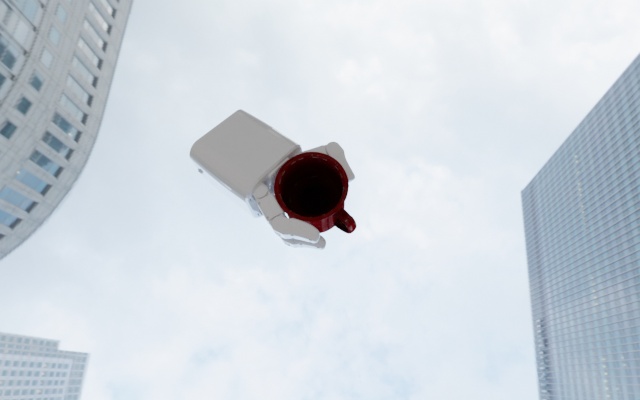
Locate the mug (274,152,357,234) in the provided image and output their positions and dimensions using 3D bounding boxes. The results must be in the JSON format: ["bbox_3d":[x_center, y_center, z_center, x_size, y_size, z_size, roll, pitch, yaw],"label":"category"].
[{"bbox_3d":[0.001,0.003,0.624,0.117,0.093,0.081,37,-14,15],"label":"mug"}]
